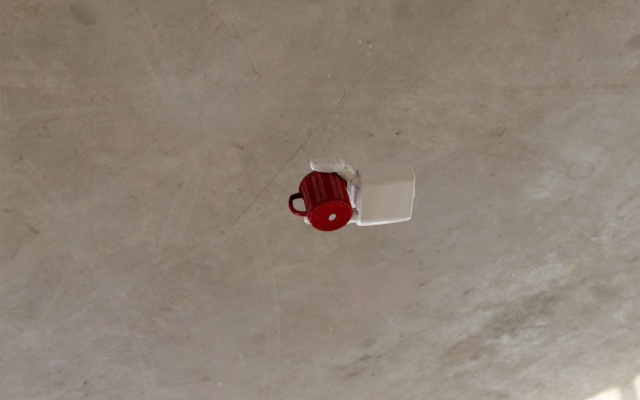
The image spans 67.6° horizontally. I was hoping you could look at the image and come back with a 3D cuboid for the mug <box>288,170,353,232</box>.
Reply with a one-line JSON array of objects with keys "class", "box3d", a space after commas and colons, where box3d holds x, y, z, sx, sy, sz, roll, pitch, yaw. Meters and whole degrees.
[{"class": "mug", "box3d": [-0.001, 0.003, 0.866, 0.117, 0.093, 0.081, -5, 44, -9]}]
